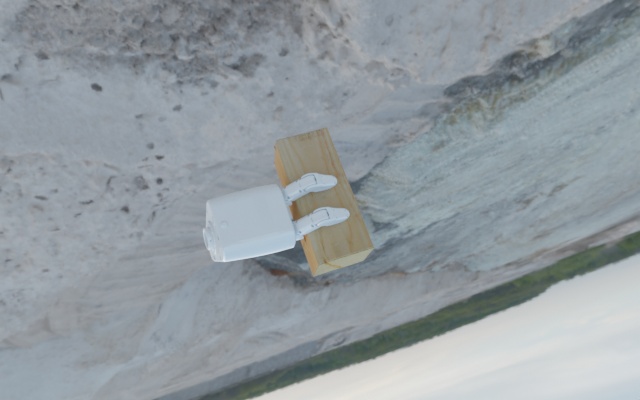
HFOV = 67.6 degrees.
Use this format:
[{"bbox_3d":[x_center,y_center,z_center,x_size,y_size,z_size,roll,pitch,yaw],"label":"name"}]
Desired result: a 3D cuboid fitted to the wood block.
[{"bbox_3d":[0.000,0.003,0.757,0.090,0.206,0.091,-16,-17,-12],"label":"wood block"}]
